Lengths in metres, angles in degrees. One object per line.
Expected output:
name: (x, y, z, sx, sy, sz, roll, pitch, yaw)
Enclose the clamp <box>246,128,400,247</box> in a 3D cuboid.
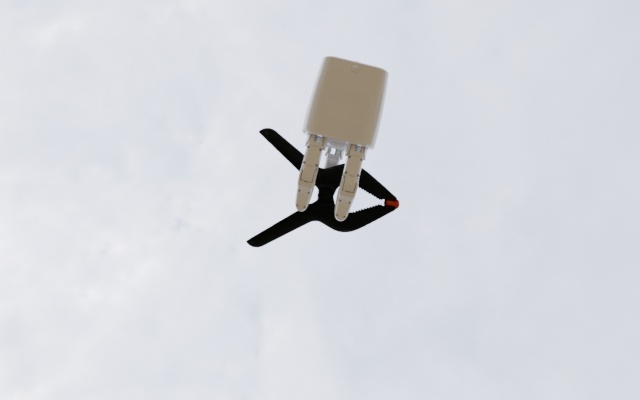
clamp: (0.001, 0.002, 0.660, 0.210, 0.164, 0.036, 14, 3, 0)
